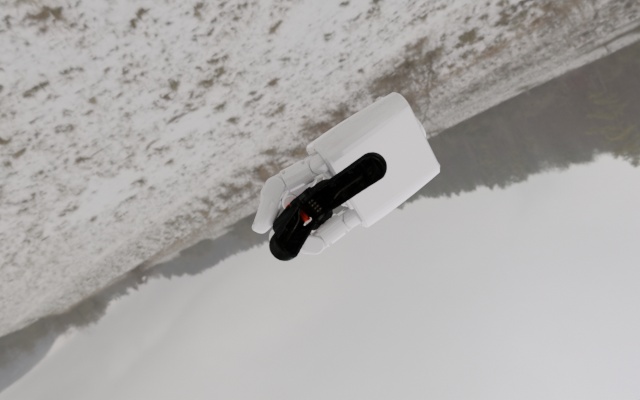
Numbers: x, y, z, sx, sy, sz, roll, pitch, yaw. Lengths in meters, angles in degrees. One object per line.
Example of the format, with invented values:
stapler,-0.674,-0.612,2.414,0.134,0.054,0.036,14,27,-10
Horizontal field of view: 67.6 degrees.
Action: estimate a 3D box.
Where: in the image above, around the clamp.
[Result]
clamp,0.000,0.002,0.451,0.120,0.039,0.171,-35,8,-4
